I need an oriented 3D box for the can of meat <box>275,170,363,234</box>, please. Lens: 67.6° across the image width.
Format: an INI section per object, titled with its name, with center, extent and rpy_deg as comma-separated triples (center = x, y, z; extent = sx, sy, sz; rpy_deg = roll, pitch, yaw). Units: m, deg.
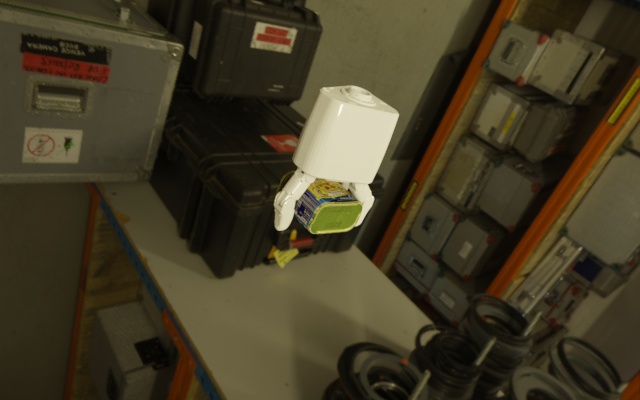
[can of meat]
center = 0.000, 0.003, 0.691
extent = 0.102, 0.057, 0.084
rpy_deg = -2, 35, -45
